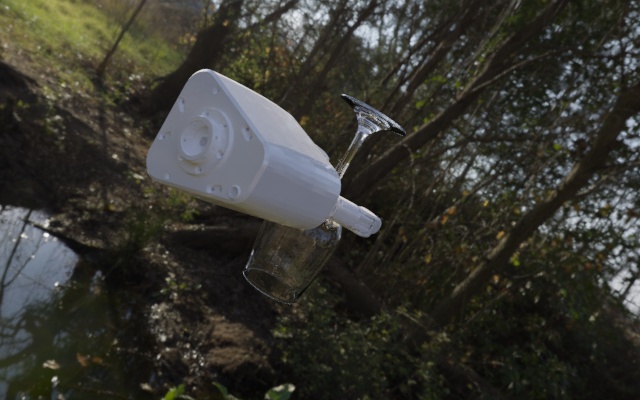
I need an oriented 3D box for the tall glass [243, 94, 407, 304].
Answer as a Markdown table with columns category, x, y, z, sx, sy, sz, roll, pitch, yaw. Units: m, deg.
| category | x | y | z | sx | sy | sz | roll | pitch | yaw |
| --- | --- | --- | --- | --- | --- | --- | --- | --- | --- |
| tall glass | 0.001 | 0.001 | 0.471 | 0.079 | 0.201 | 0.079 | 31 | 6 | -3 |
